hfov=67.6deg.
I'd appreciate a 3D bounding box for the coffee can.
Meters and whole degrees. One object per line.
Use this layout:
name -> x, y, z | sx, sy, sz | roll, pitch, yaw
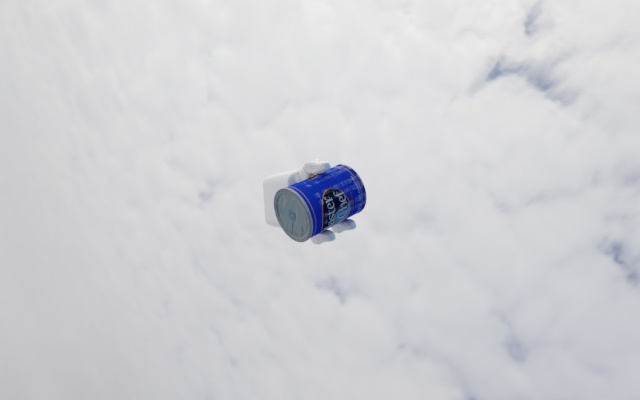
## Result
coffee can -> 0.000, 0.003, 0.877 | 0.140, 0.103, 0.103 | -25, 15, -35
